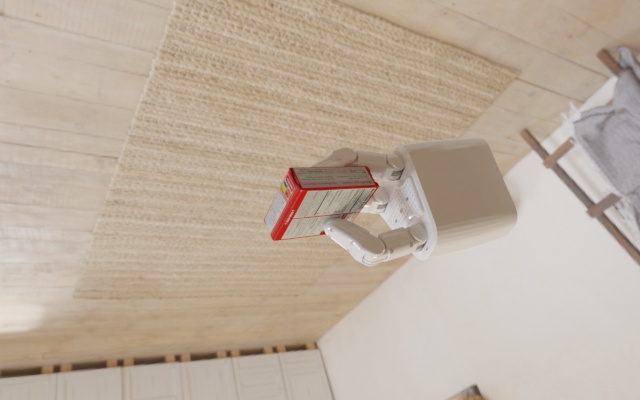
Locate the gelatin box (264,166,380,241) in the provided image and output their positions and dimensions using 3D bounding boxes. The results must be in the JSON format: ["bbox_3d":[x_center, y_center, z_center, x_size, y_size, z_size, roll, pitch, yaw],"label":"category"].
[{"bbox_3d":[0.000,0.002,0.449,0.089,0.030,0.073,-5,-37,-34],"label":"gelatin box"}]
